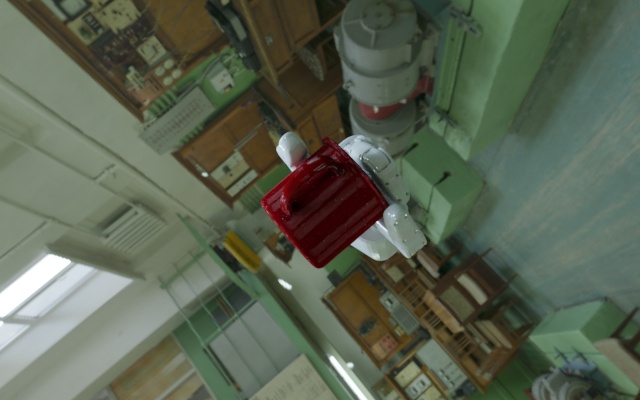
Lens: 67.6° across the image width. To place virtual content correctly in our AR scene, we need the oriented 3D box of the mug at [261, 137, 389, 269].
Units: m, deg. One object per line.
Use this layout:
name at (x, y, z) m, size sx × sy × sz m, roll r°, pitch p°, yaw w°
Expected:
mug at (0.000, 0.001, 0.408) m, size 0.081 × 0.093 × 0.117 m, roll -41°, pitch -22°, yaw -3°
